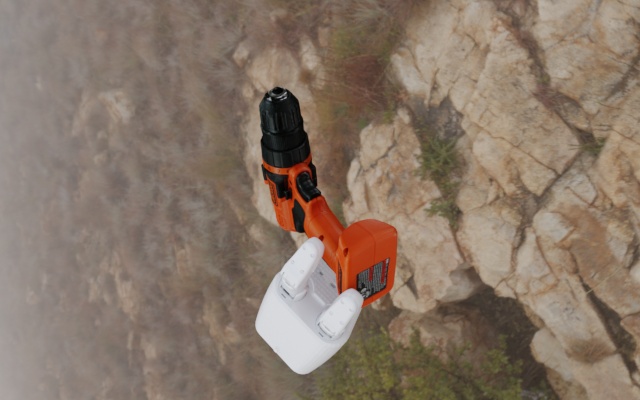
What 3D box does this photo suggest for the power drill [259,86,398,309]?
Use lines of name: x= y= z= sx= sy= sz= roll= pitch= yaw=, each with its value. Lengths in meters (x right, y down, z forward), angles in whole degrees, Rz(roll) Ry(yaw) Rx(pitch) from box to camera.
power drill: x=0.000 y=0.002 z=0.470 sx=0.057 sy=0.185 sz=0.187 roll=-25 pitch=49 yaw=-16
